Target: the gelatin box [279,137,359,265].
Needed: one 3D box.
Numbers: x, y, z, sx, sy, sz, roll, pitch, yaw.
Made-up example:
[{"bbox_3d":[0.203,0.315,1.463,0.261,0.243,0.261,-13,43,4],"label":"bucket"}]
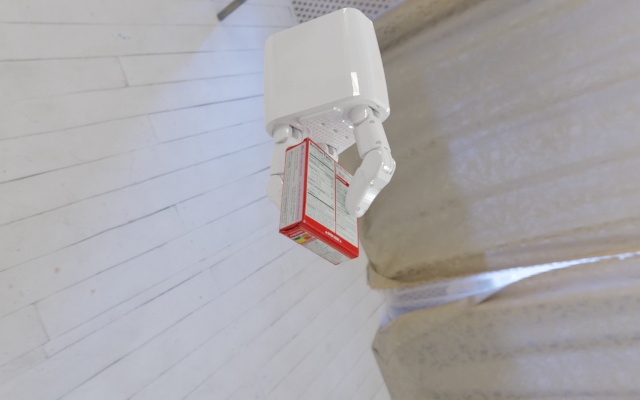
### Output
[{"bbox_3d":[0.000,0.001,0.414,0.030,0.089,0.073,-24,-42,32],"label":"gelatin box"}]
